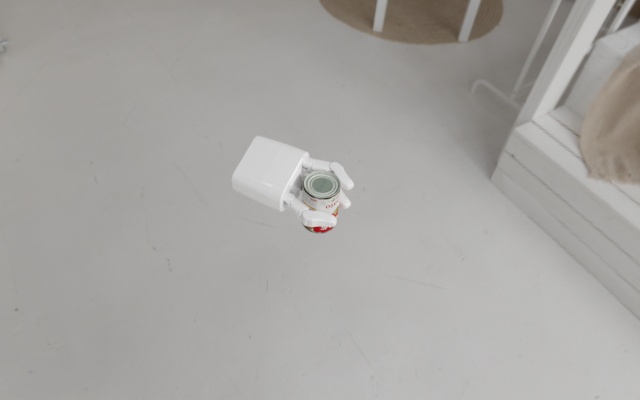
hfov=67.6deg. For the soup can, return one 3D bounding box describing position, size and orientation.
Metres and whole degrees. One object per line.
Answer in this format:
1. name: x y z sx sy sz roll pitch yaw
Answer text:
1. soup can: 0.001 0.003 0.856 0.068 0.068 0.102 0 -39 -4
